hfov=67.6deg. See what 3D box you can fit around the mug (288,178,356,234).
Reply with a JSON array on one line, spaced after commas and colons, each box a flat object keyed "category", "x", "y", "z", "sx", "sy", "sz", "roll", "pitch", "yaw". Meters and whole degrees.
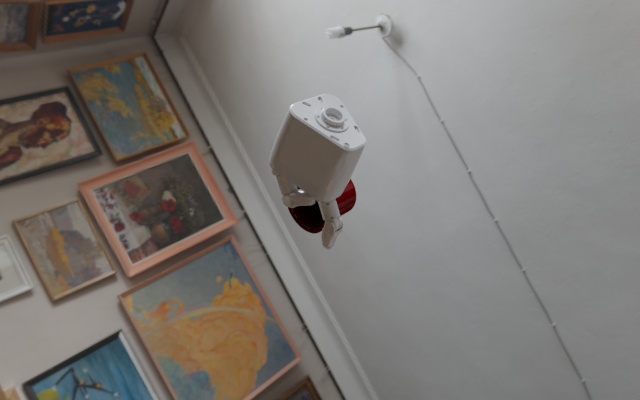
[{"category": "mug", "x": 0.000, "y": 0.003, "z": 0.784, "sx": 0.081, "sy": 0.093, "sz": 0.117, "roll": -28, "pitch": -24, "yaw": -38}]
